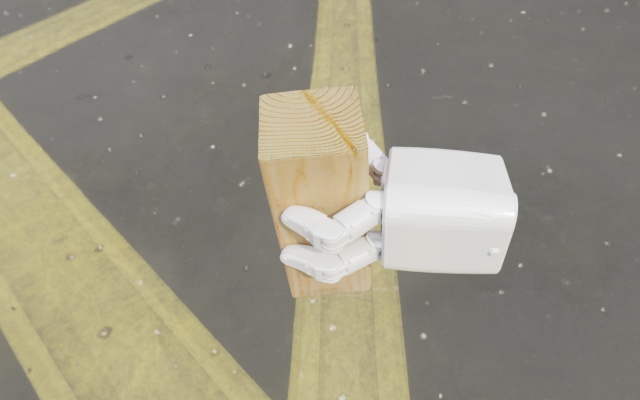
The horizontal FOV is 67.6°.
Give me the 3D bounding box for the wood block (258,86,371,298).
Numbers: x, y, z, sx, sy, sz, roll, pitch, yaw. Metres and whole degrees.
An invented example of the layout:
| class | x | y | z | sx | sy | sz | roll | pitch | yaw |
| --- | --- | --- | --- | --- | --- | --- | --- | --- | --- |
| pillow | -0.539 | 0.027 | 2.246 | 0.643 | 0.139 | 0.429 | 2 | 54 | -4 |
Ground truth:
| class | x | y | z | sx | sy | sz | roll | pitch | yaw |
| --- | --- | --- | --- | --- | --- | --- | --- | --- | --- |
| wood block | 0.000 | 0.001 | 0.475 | 0.090 | 0.090 | 0.206 | -6 | -43 | 1 |
